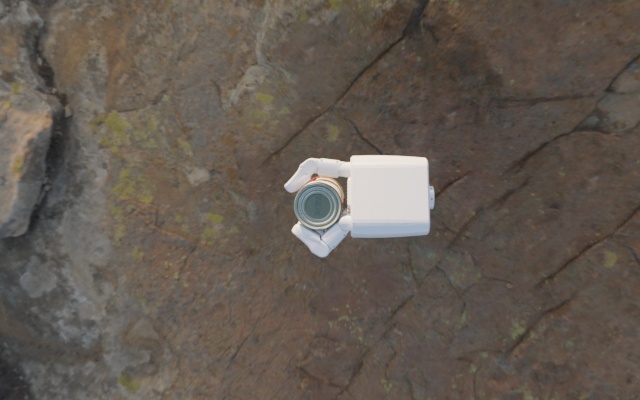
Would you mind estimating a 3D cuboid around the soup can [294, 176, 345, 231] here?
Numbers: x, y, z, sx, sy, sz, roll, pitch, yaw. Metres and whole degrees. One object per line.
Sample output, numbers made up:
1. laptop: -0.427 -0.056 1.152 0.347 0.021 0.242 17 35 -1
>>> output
1. soup can: 0.000 0.002 0.691 0.068 0.068 0.102 0 7 4
